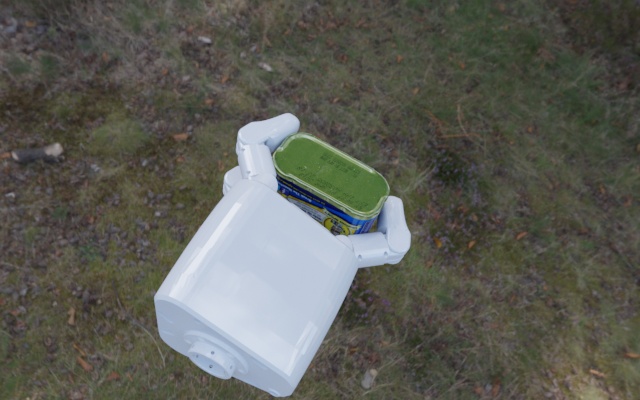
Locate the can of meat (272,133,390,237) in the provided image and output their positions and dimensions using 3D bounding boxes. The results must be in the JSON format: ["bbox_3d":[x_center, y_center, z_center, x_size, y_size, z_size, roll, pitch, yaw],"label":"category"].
[{"bbox_3d":[0.000,0.001,0.410,0.102,0.057,0.084,29,-37,6],"label":"can of meat"}]
